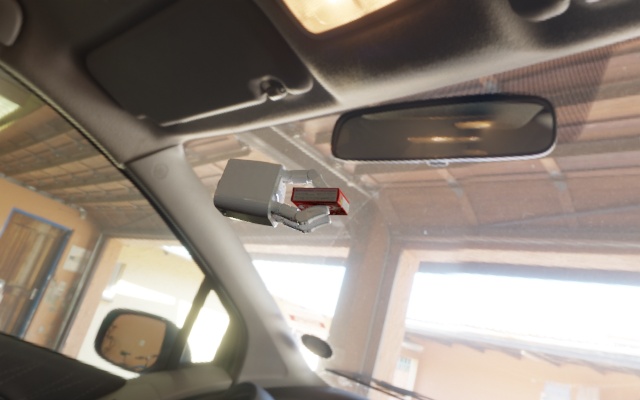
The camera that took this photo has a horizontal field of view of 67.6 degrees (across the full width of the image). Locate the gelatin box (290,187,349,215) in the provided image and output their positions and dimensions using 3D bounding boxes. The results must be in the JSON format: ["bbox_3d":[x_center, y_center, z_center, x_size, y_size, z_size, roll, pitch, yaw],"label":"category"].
[{"bbox_3d":[0.001,0.002,0.858,0.089,0.030,0.073,1,-20,19],"label":"gelatin box"}]
